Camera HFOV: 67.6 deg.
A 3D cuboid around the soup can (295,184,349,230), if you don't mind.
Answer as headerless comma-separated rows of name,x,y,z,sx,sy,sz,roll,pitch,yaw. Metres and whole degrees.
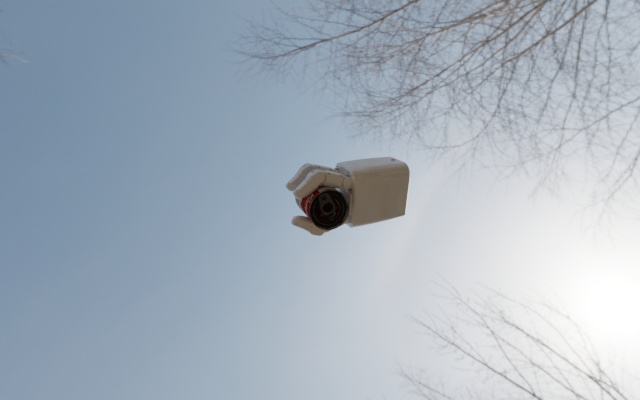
soup can,0.000,0.003,0.813,0.068,0.068,0.102,0,15,-17
